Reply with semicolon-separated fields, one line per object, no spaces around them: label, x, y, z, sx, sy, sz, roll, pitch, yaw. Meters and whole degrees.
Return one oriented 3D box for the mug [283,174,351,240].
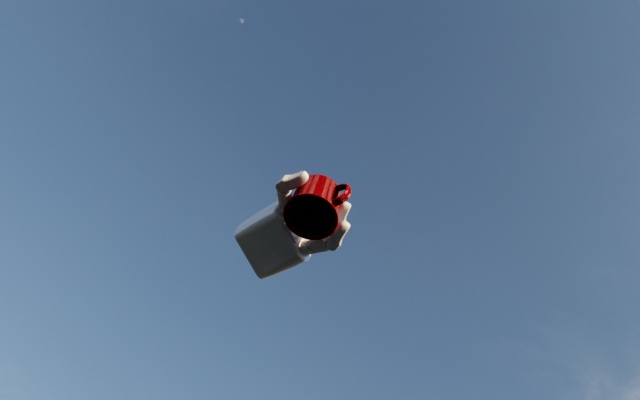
mug;0.001;0.002;0.812;0.117;0.093;0.081;-27;23;25
